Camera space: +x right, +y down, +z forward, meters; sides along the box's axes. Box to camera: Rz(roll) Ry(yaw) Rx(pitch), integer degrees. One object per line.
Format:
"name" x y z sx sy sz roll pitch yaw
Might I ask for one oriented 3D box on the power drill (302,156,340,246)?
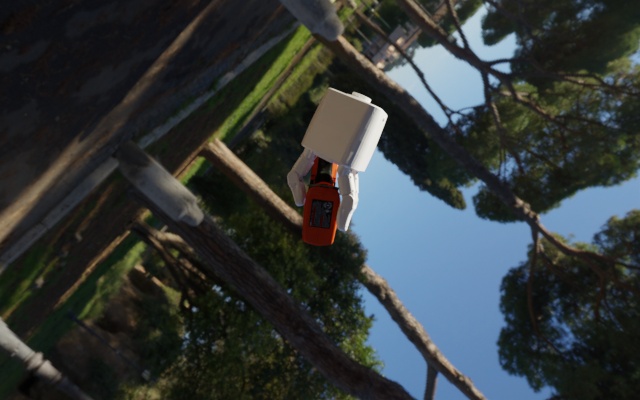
"power drill" 0.000 0.003 0.862 0.057 0.184 0.187 4 26 -2
